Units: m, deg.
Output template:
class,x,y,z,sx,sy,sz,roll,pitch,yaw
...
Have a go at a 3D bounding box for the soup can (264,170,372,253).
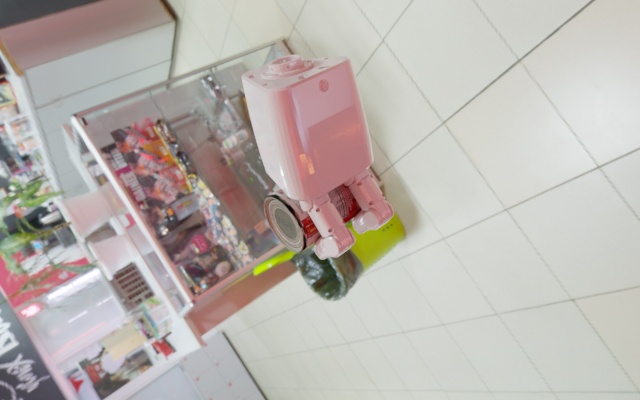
class,x,y,z,sx,sy,sz,roll,pitch,yaw
soup can,0.000,0.002,0.503,0.102,0.068,0.068,-32,17,-29
